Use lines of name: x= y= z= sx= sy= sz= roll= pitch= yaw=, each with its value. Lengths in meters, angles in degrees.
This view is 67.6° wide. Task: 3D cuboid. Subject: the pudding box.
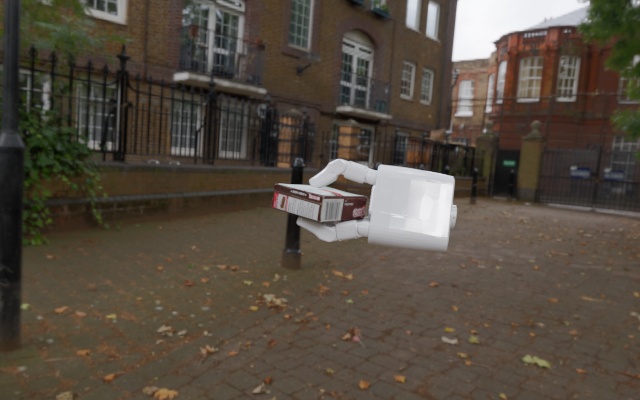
pudding box: x=0.000 y=0.002 z=0.682 sx=0.090 sy=0.039 sz=0.113 roll=14 pitch=7 yaw=35
